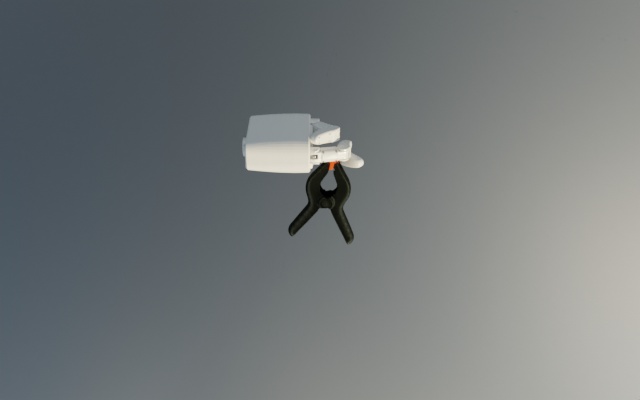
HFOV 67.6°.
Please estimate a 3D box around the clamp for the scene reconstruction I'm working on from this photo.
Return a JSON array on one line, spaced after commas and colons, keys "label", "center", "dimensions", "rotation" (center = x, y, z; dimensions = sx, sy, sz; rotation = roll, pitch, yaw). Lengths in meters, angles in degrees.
[{"label": "clamp", "center": [0.000, 0.003, 0.847], "dimensions": [0.120, 0.171, 0.039], "rotation": [-2, 25, -2]}]
